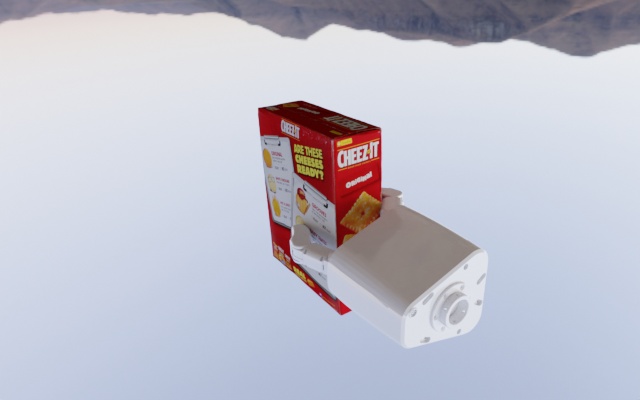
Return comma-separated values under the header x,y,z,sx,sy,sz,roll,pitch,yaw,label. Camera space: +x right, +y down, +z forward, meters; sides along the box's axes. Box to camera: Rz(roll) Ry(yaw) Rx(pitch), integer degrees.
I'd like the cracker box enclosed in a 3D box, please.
x,y,z,sx,sy,sz,roll,pitch,yaw,label
0.000,0.002,0.572,0.072,0.214,0.164,-18,30,-29,cracker box
